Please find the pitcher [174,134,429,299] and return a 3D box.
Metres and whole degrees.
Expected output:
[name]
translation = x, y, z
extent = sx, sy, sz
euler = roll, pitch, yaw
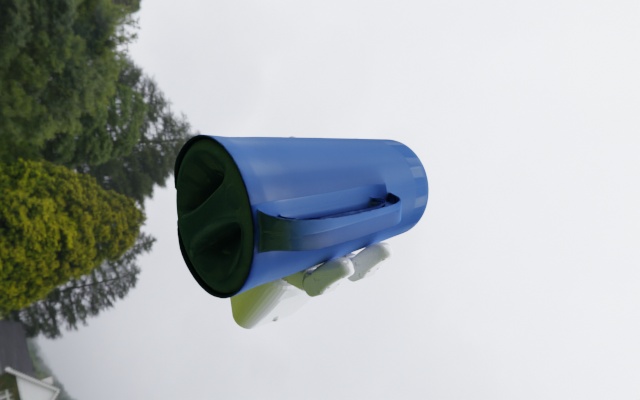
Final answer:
[pitcher]
translation = 0.000, 0.002, 0.453
extent = 0.243, 0.149, 0.145
euler = -10, -32, -41
